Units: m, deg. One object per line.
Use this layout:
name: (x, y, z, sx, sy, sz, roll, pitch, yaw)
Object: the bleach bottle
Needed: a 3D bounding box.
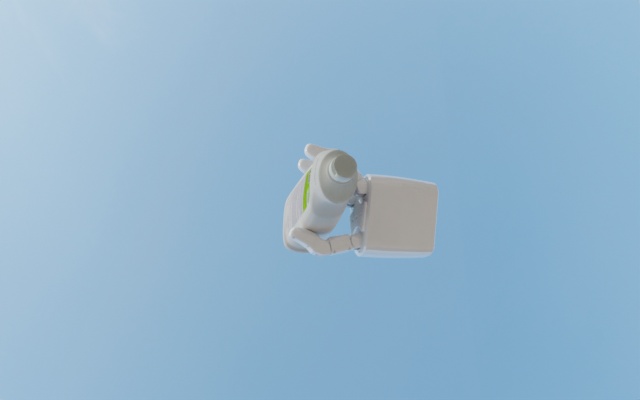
bleach bottle: (0.000, 0.002, 0.660, 0.068, 0.102, 0.251, 4, -16, -13)
